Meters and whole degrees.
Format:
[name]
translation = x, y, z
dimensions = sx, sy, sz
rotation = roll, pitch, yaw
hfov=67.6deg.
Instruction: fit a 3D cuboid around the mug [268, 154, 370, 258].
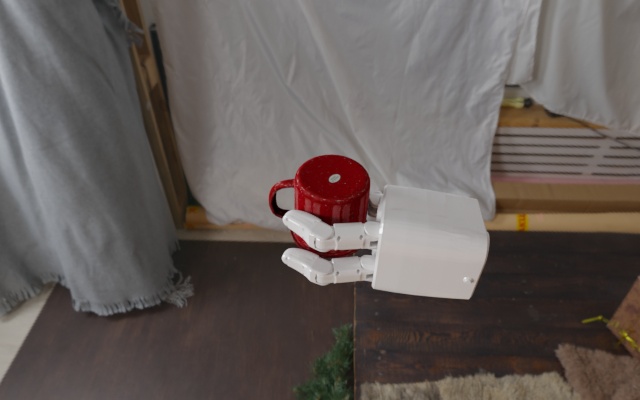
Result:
[mug]
translation = -0.001, 0.001, 0.532
dimensions = 0.117, 0.082, 0.093
rotation = 7, 43, 5
